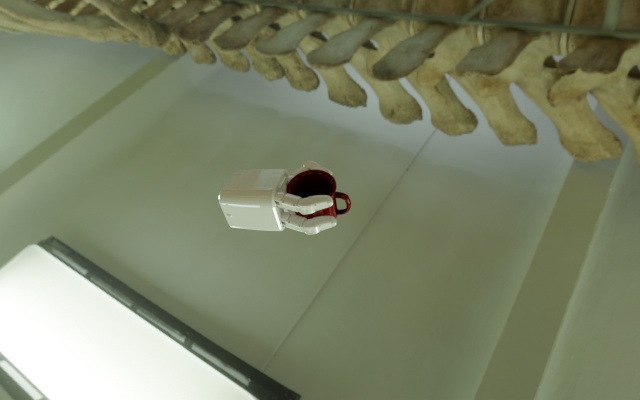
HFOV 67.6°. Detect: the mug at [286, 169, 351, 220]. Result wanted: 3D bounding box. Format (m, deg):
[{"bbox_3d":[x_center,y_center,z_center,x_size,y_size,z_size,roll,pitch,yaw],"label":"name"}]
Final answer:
[{"bbox_3d":[0.002,0.003,0.898,0.117,0.093,0.082,3,-41,13],"label":"mug"}]
